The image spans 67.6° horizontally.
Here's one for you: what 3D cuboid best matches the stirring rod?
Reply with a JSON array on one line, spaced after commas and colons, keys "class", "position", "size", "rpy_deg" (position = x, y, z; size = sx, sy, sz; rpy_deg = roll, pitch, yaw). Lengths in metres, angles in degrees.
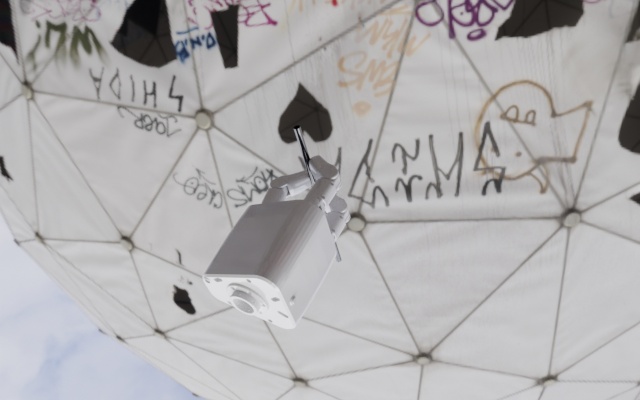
[{"class": "stirring rod", "position": [0.000, 0.002, 0.628], "size": [0.011, 0.240, 0.011], "rpy_deg": [-10, 42, 9]}]
